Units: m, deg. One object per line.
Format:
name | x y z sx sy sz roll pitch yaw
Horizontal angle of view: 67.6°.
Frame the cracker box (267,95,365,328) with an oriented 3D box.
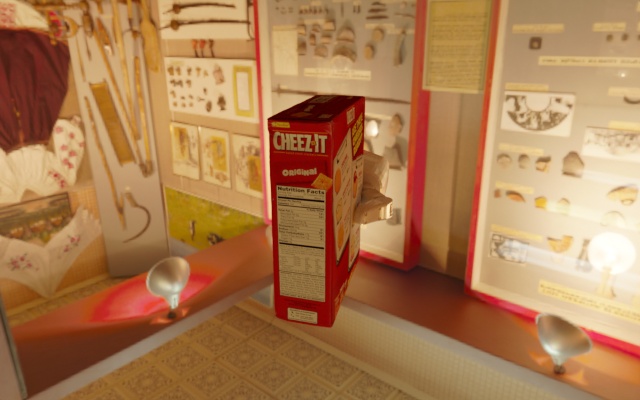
cracker box | 0.000 0.002 0.526 0.072 0.214 0.164 5 20 14
